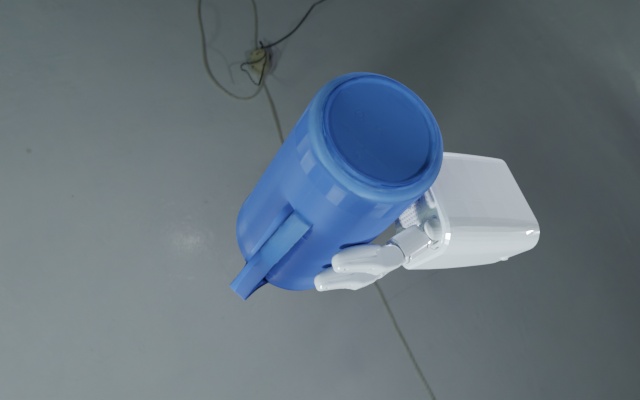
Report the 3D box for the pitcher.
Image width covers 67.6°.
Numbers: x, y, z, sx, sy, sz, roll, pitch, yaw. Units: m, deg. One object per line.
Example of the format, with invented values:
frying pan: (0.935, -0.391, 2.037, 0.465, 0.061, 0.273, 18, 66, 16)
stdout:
pitcher: (0.000, 0.001, 0.439, 0.145, 0.149, 0.243, 3, -23, -18)
